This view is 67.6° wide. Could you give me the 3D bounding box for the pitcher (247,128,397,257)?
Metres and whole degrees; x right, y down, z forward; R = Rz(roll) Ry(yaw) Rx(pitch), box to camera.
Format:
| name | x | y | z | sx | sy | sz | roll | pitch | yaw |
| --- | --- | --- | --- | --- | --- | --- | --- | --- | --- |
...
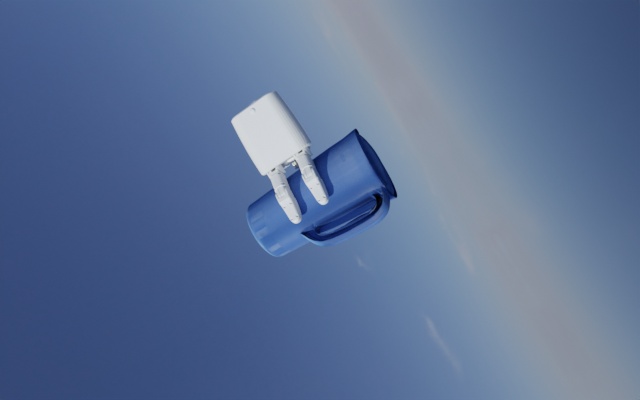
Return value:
| name | x | y | z | sx | sy | sz | roll | pitch | yaw |
| --- | --- | --- | --- | --- | --- | --- | --- | --- | --- |
| pitcher | 0.000 | 0.002 | 0.805 | 0.243 | 0.145 | 0.149 | -32 | 1 | 15 |
